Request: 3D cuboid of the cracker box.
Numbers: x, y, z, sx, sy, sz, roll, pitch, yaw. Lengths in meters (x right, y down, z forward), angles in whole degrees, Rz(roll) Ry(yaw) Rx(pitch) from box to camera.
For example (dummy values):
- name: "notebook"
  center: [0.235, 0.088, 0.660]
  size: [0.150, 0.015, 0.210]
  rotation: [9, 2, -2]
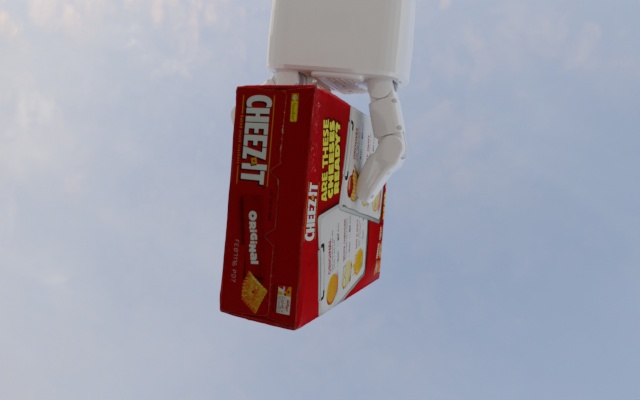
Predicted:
- name: "cracker box"
  center: [0.000, 0.001, 0.419]
  size: [0.072, 0.164, 0.213]
  rotation: [5, 3, 22]
